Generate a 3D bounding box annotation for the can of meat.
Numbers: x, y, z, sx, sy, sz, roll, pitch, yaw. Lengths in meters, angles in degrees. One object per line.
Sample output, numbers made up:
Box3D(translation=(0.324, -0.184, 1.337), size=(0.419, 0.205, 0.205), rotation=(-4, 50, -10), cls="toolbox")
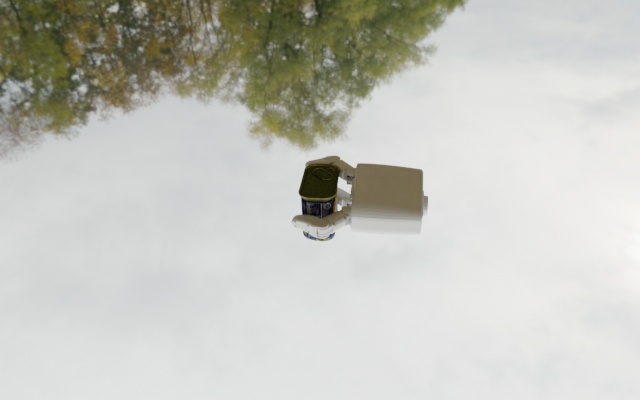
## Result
Box3D(translation=(0.000, 0.003, 0.759), size=(0.057, 0.084, 0.102), rotation=(2, 34, 6), cls="can of meat")
